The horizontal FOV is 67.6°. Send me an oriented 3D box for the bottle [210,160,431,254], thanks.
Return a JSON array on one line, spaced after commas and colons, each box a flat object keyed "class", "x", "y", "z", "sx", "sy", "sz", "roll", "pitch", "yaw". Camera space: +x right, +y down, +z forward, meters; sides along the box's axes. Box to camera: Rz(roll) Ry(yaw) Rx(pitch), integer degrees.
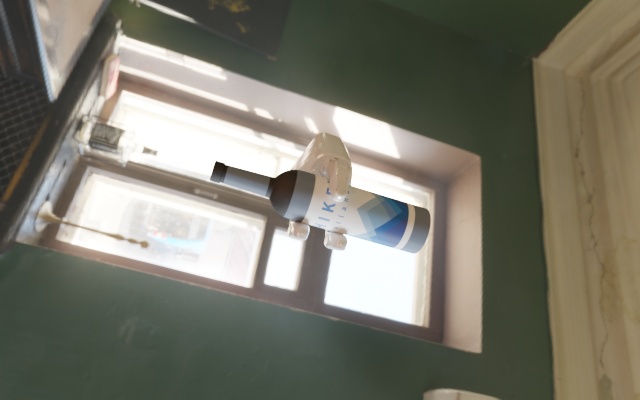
[{"class": "bottle", "x": 0.000, "y": 0.002, "z": 0.640, "sx": 0.296, "sy": 0.069, "sz": 0.069, "roll": 16, "pitch": -3, "yaw": -11}]
